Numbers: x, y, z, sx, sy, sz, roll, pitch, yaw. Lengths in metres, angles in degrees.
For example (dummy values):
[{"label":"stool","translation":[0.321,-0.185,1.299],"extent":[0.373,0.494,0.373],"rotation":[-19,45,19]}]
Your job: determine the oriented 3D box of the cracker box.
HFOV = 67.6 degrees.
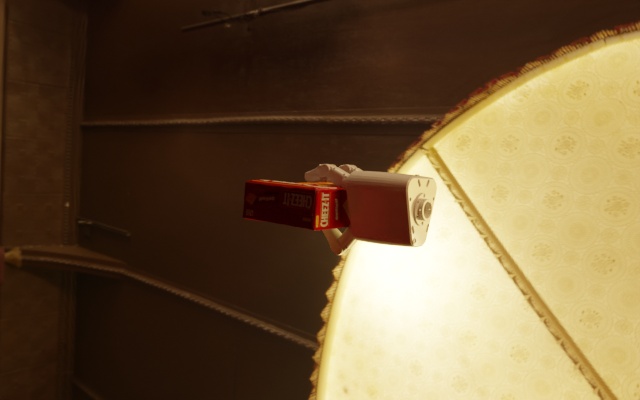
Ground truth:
[{"label":"cracker box","translation":[0.000,0.003,0.827],"extent":[0.164,0.072,0.214],"rotation":[6,5,40]}]
